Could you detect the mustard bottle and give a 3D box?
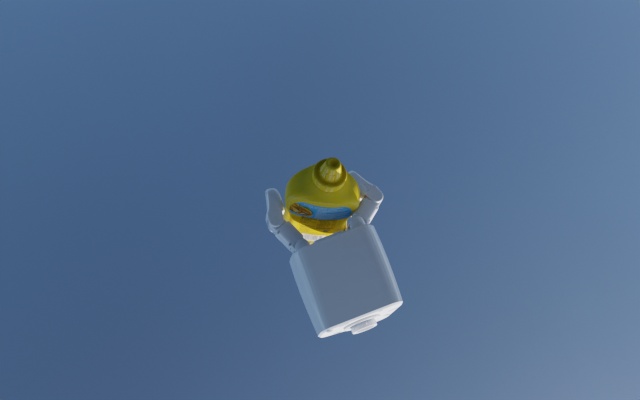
[{"bbox_3d":[0.000,0.002,0.628,0.096,0.058,0.192,7,-28,-6],"label":"mustard bottle"}]
